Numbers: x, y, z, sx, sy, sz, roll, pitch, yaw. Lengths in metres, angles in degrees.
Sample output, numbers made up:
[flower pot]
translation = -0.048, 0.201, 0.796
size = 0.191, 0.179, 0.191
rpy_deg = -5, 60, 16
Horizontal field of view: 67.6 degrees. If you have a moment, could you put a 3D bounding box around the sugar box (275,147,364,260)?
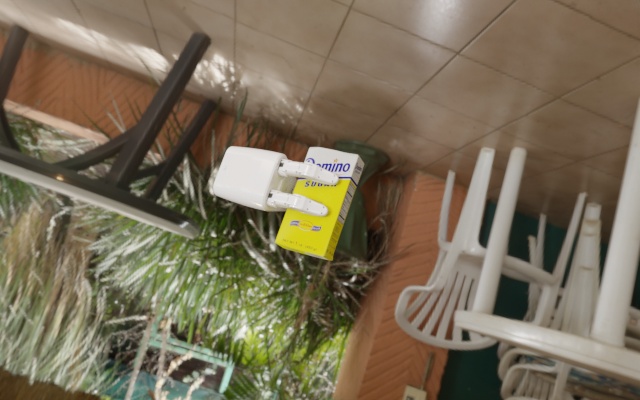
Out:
[sugar box]
translation = 0.000, 0.002, 0.783
size = 0.093, 0.176, 0.048
rpy_deg = 13, -12, 24
